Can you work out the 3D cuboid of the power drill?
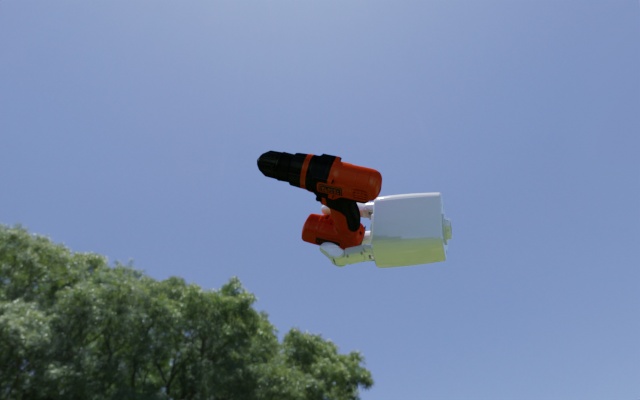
[{"bbox_3d":[0.000,0.003,0.736,0.184,0.057,0.188,14,-32,14],"label":"power drill"}]
